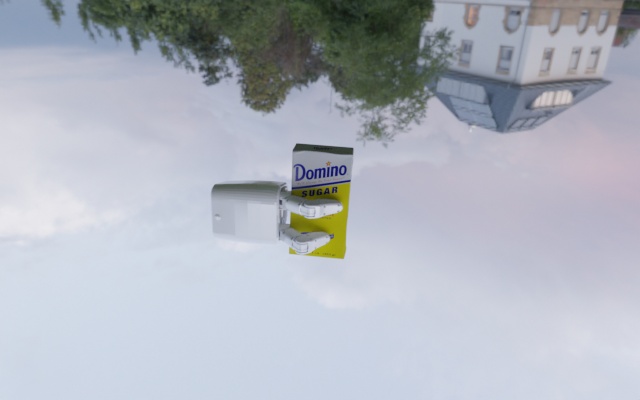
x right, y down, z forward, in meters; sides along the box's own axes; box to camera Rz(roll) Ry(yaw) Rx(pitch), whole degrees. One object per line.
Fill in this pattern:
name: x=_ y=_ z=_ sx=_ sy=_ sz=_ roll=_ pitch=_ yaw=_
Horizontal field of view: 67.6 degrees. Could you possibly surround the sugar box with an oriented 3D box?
sugar box: x=0.000 y=0.003 z=0.750 sx=0.093 sy=0.176 sz=0.048 roll=4 pitch=24 yaw=4
